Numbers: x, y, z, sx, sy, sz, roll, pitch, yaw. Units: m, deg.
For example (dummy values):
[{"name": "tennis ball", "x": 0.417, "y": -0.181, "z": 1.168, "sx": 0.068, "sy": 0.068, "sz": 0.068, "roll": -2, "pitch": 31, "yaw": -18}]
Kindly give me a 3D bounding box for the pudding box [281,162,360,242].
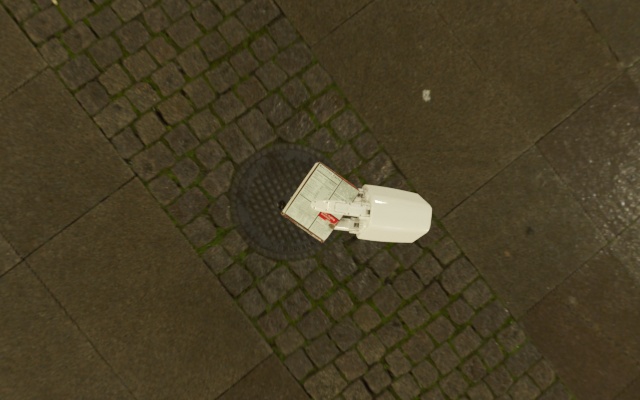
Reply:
[{"name": "pudding box", "x": 0.000, "y": 0.003, "z": 0.828, "sx": 0.090, "sy": 0.113, "sz": 0.039, "roll": 36, "pitch": -6, "yaw": -7}]
